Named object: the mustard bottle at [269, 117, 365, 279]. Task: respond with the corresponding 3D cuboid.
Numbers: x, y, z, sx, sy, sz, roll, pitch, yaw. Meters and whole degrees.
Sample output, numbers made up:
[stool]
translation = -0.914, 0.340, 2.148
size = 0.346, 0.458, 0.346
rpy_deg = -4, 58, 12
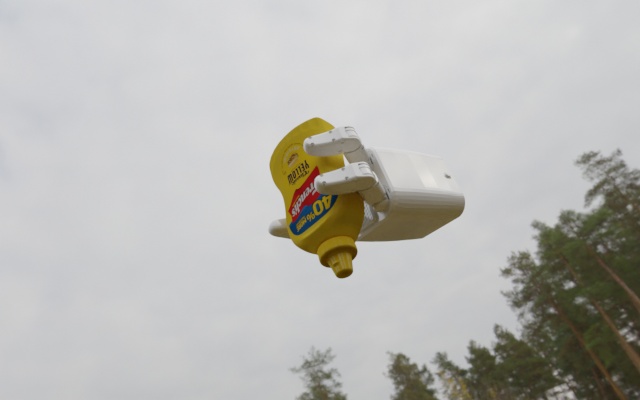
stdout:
[mustard bottle]
translation = 0.000, 0.001, 0.532
size = 0.096, 0.191, 0.058
rpy_deg = -40, -41, 25
